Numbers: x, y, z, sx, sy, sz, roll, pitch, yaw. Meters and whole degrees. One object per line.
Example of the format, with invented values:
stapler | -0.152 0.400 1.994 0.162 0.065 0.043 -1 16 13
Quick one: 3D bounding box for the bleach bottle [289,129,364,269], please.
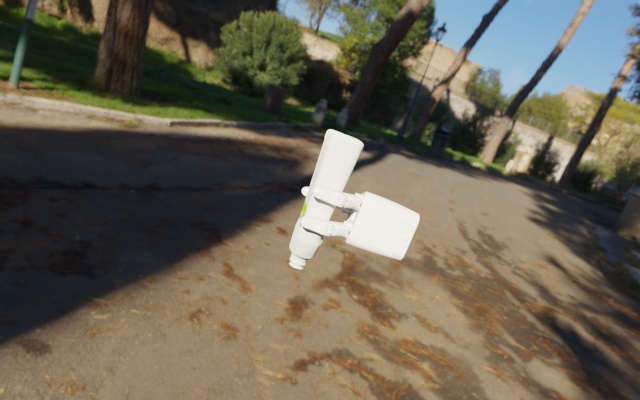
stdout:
bleach bottle | 0.000 0.003 0.855 0.068 0.251 0.102 20 12 -5
